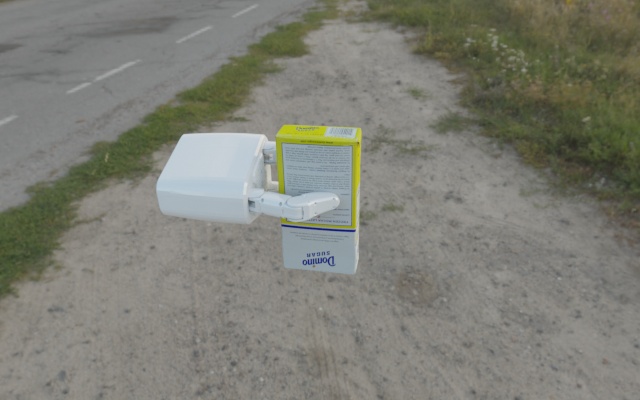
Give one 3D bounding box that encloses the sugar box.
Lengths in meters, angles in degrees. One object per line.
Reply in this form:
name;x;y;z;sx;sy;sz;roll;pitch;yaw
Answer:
sugar box;0.000;0.001;0.566;0.093;0.176;0.048;5;31;9
